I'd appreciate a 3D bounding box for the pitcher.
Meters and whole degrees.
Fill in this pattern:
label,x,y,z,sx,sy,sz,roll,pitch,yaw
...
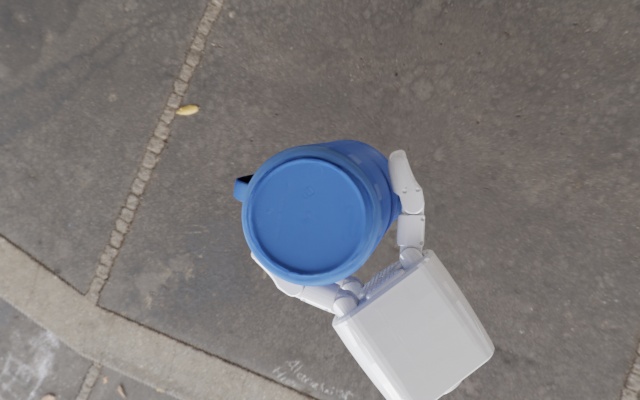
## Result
label,x,y,z,sx,sy,sz,roll,pitch,yaw
pitcher,0.000,0.002,0.470,0.149,0.145,0.243,-34,-2,11
